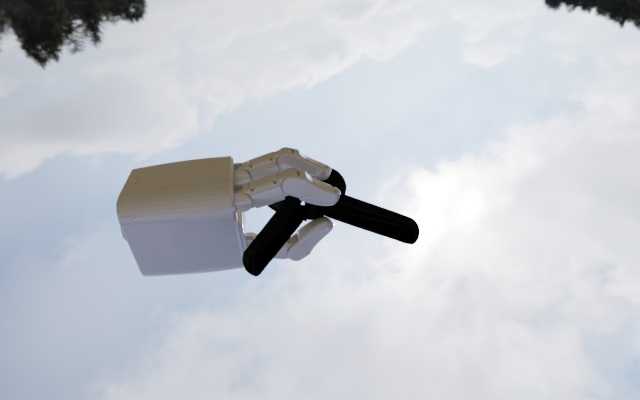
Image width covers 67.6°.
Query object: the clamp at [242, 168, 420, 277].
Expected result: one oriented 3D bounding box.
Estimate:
[{"bbox_3d":[0.000,0.002,0.505,0.164,0.036,0.210,-6,29,-6],"label":"clamp"}]
